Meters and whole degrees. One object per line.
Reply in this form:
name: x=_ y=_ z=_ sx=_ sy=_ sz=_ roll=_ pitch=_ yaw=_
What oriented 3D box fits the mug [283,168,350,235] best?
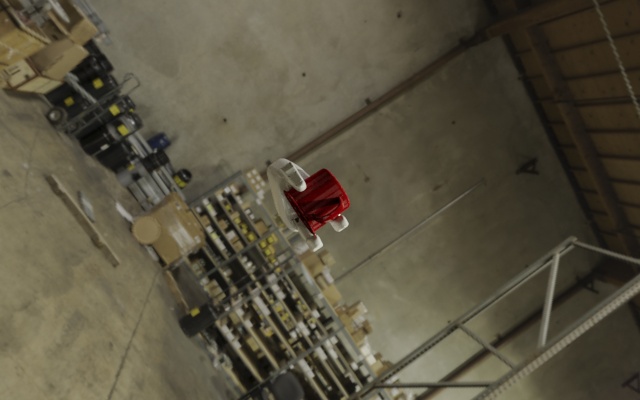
mug: x=0.001 y=0.003 z=0.801 sx=0.081 sy=0.093 sz=0.117 roll=-34 pitch=27 yaw=-7
